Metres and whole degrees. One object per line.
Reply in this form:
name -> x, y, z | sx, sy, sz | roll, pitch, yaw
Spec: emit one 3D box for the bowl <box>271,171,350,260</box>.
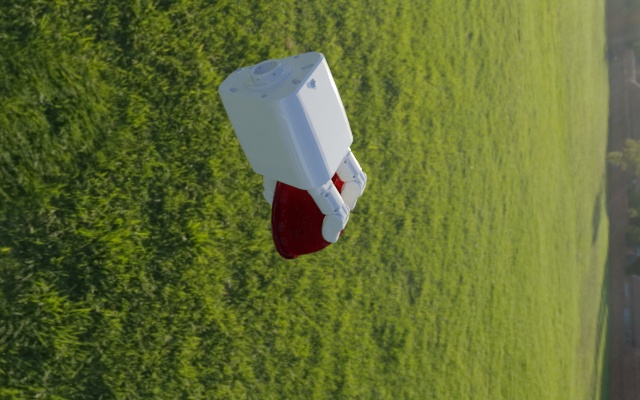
bowl -> 0.001, 0.003, 0.605 | 0.055, 0.162, 0.162 | 12, 4, 21
